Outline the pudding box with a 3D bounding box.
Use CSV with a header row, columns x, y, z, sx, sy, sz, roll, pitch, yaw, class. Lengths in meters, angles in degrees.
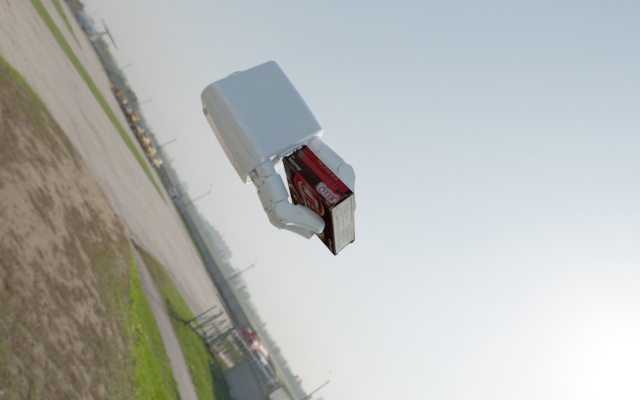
x,y,z,sx,sy,sz,roll,pitch,yaw,class
0.000,0.002,0.564,0.039,0.090,0.114,-34,-30,-14,pudding box
